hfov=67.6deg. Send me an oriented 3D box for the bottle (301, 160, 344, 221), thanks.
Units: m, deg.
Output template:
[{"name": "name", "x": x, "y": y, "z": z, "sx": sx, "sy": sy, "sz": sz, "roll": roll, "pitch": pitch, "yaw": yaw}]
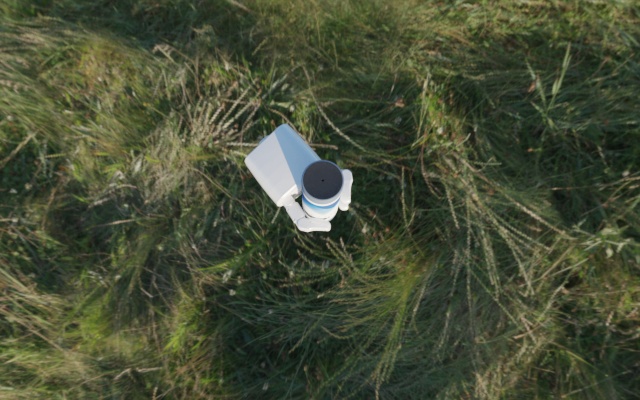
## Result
[{"name": "bottle", "x": 0.000, "y": 0.003, "z": 0.880, "sx": 0.069, "sy": 0.069, "sz": 0.296, "roll": 0, "pitch": -13, "yaw": -1}]
